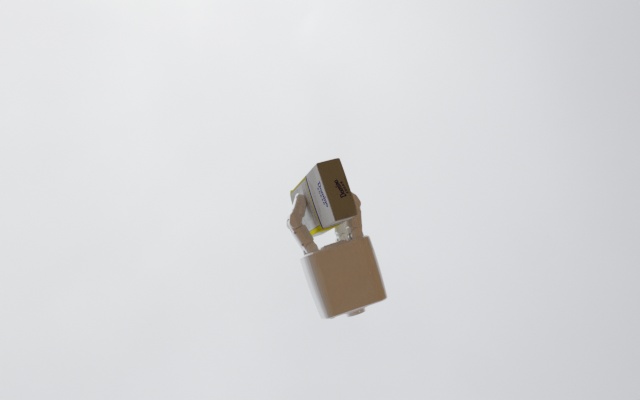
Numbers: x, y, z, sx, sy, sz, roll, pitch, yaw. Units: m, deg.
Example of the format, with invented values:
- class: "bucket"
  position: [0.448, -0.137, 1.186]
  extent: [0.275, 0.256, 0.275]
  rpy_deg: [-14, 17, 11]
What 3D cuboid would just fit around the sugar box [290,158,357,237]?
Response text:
- class: "sugar box"
  position: [0.001, 0.003, 0.776]
  extent: [0.048, 0.093, 0.176]
  rpy_deg: [-15, -8, -22]
